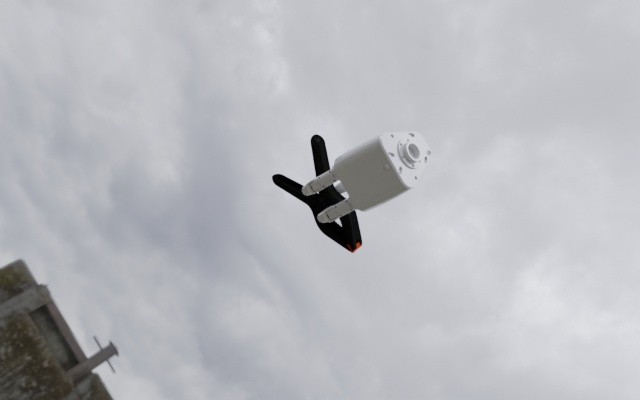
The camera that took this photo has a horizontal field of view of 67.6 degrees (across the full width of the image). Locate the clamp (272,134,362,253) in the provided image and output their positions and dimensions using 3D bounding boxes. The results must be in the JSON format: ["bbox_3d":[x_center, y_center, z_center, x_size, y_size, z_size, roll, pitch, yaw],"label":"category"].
[{"bbox_3d":[0.001,0.003,0.856,0.036,0.210,0.164,-33,4,-39],"label":"clamp"}]
